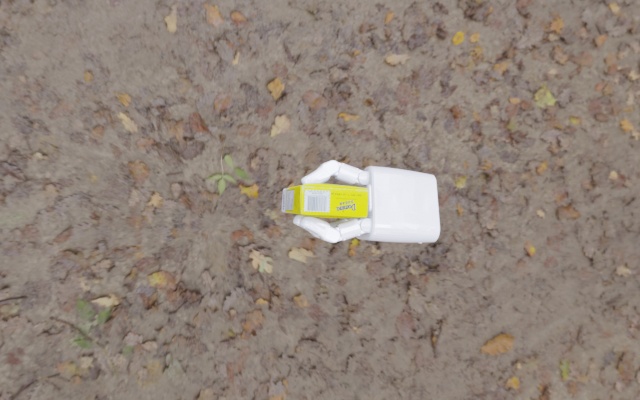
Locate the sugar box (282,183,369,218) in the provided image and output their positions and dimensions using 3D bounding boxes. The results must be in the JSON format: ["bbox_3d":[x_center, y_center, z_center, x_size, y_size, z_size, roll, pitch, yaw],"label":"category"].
[{"bbox_3d":[0.000,0.003,0.704,0.093,0.048,0.176,4,-4,-12],"label":"sugar box"}]
